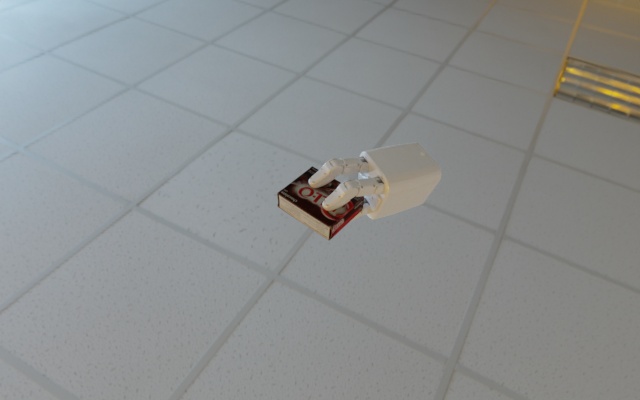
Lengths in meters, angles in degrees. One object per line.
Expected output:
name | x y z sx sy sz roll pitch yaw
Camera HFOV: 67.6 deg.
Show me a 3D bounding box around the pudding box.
pudding box | 0.000 0.003 0.773 0.113 0.039 0.090 30 49 25
